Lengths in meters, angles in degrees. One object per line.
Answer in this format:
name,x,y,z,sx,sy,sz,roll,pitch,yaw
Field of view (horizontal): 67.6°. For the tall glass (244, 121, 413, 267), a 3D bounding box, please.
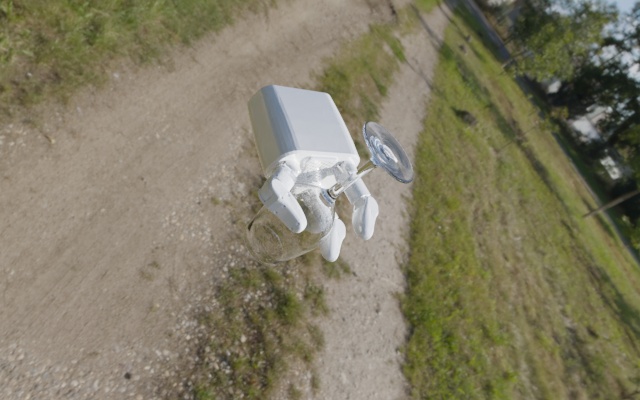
tall glass,0.001,0.001,0.526,0.201,0.079,0.079,-37,-21,31
